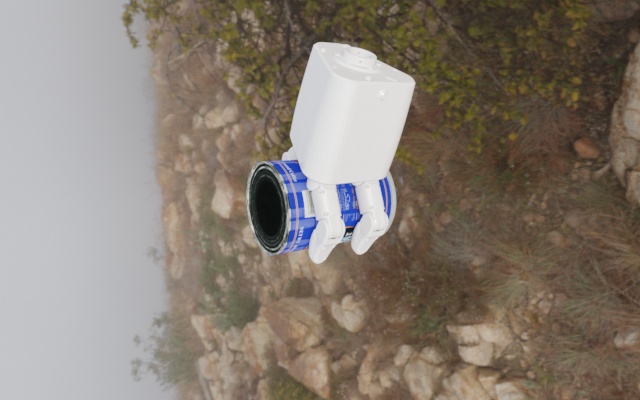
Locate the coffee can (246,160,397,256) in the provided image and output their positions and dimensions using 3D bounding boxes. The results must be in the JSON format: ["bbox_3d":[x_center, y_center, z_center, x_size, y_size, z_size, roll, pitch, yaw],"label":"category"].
[{"bbox_3d":[0.000,0.002,0.546,0.140,0.103,0.103,-7,4,-31],"label":"coffee can"}]
